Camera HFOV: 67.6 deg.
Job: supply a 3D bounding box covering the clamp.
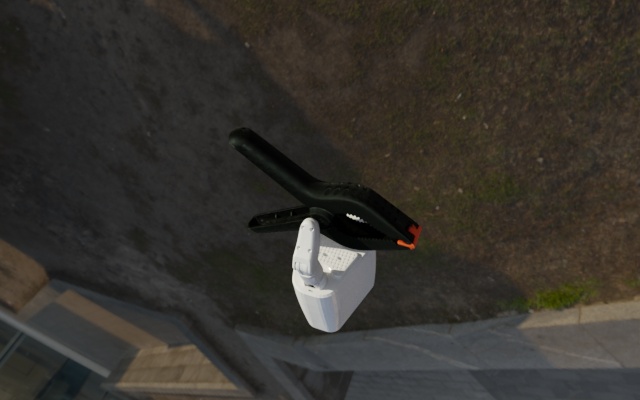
[{"bbox_3d":[0.000,0.003,0.500,0.210,0.036,0.165,13,-36,19],"label":"clamp"}]
